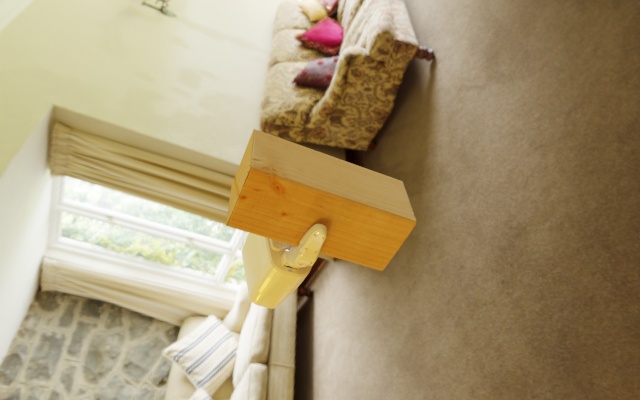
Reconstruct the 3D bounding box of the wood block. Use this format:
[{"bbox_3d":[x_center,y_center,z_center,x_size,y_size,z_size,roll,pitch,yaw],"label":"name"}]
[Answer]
[{"bbox_3d":[0.000,0.002,0.587,0.206,0.090,0.090,18,34,-17],"label":"wood block"}]
